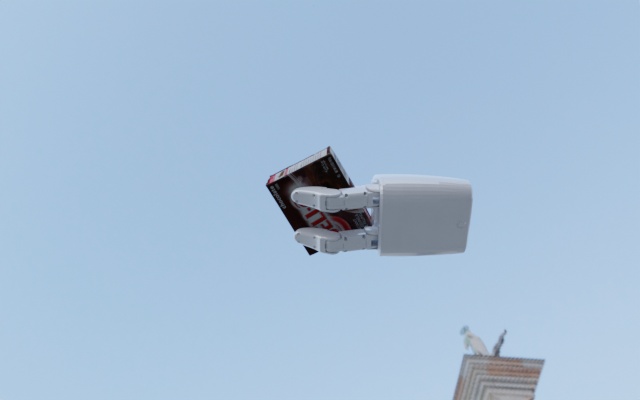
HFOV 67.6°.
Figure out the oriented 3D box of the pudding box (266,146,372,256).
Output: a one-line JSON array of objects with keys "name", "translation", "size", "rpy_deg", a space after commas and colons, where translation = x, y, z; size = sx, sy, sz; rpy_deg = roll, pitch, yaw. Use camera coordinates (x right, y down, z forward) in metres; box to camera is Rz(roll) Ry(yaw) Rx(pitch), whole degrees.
[{"name": "pudding box", "translation": [0.000, 0.002, 0.589], "size": [0.090, 0.113, 0.039], "rpy_deg": [-26, 19, 13]}]
